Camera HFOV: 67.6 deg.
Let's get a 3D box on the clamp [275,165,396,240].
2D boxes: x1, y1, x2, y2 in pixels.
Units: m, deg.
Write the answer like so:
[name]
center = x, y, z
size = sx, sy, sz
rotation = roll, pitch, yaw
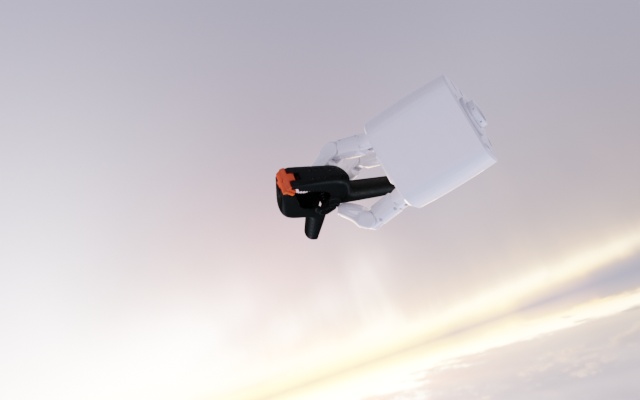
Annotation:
[clamp]
center = 0.000, 0.003, 0.615
size = 0.164, 0.036, 0.210
rotation = -35, -24, 26
